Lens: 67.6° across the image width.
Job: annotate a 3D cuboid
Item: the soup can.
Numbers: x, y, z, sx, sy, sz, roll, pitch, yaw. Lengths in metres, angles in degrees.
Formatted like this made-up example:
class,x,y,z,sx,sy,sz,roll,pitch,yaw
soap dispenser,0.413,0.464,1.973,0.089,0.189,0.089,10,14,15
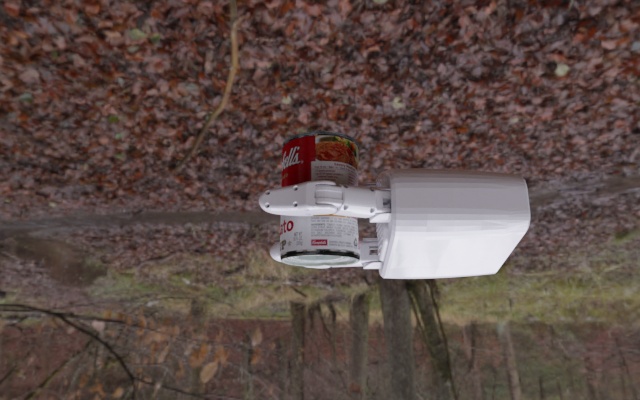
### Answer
class,x,y,z,sx,sy,sz,roll,pitch,yaw
soup can,0.000,0.002,0.405,0.068,0.102,0.068,0,-16,0
